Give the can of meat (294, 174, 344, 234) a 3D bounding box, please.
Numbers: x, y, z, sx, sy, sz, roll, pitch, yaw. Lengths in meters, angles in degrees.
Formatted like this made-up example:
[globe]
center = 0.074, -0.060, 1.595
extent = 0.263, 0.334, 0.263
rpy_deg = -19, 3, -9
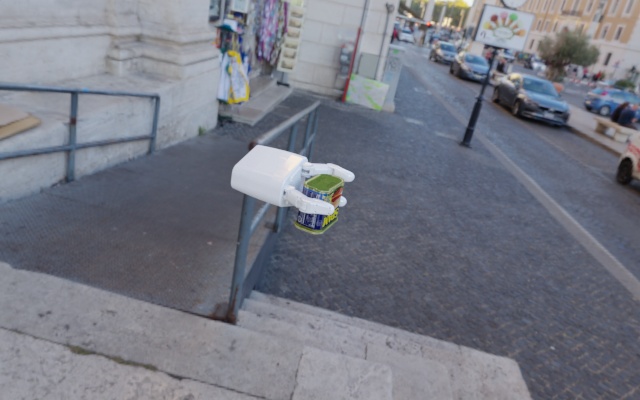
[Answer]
[can of meat]
center = 0.000, 0.003, 0.879
extent = 0.057, 0.084, 0.102
rpy_deg = 19, 23, 19
